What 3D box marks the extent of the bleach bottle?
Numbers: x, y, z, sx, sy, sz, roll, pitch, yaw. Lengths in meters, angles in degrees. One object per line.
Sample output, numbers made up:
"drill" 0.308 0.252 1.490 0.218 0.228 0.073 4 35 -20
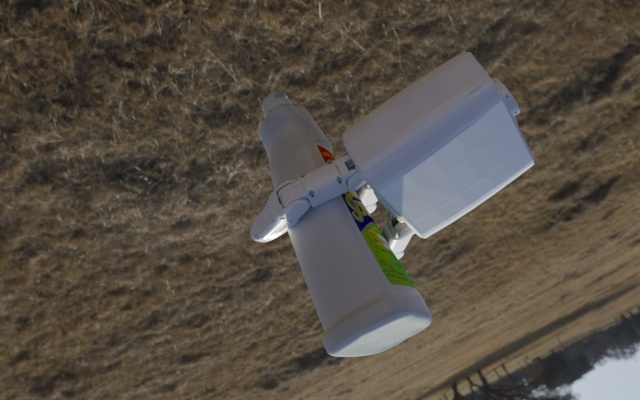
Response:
"bleach bottle" 0.000 0.001 0.406 0.068 0.250 0.102 -35 -29 16
